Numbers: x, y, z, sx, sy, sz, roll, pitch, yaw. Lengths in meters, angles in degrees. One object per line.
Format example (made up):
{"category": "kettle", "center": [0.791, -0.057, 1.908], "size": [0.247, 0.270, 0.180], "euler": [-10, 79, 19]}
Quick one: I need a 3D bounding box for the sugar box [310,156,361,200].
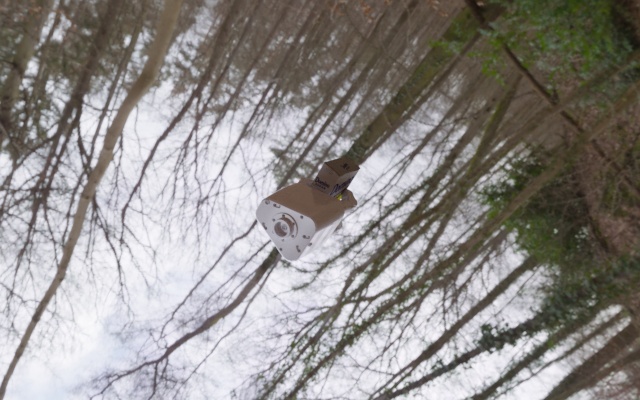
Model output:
{"category": "sugar box", "center": [0.000, 0.003, 0.898], "size": [0.048, 0.176, 0.093], "euler": [41, 28, 14]}
